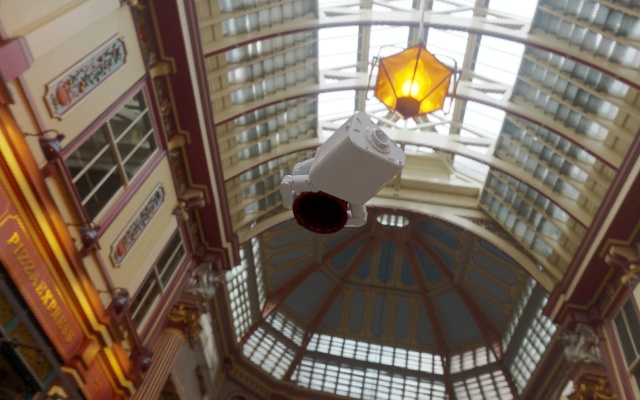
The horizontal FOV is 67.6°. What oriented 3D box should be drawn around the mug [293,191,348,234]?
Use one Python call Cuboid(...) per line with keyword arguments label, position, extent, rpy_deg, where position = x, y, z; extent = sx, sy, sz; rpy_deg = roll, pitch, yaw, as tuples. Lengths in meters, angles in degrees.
Cuboid(label="mug", position=(-0.001, 0.003, 0.822), extent=(0.093, 0.081, 0.117), rpy_deg=(35, -49, -16))
